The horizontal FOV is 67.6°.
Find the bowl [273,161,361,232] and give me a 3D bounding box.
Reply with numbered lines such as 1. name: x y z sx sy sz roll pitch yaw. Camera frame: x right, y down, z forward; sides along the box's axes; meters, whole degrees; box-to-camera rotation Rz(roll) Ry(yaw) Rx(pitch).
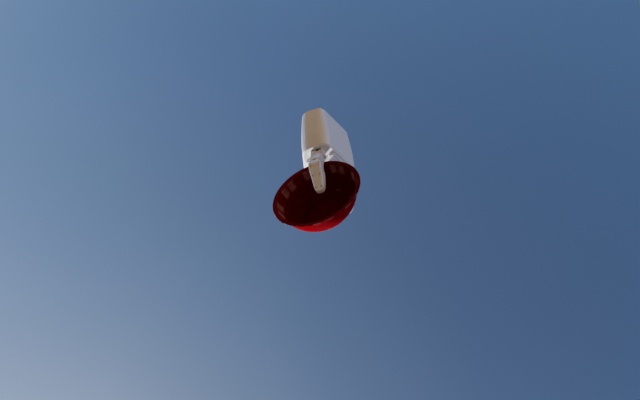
1. bowl: 0.000 0.004 0.838 0.162 0.055 0.162 -16 39 13
